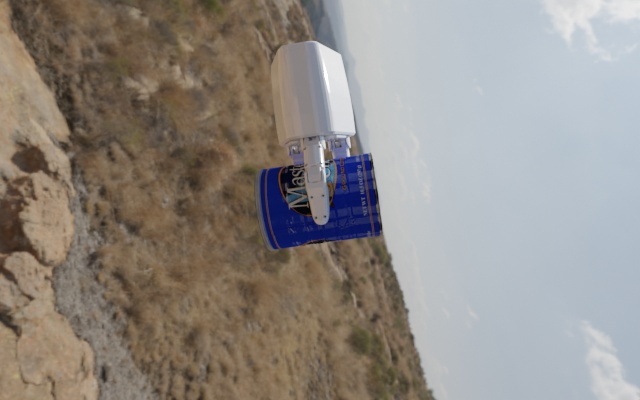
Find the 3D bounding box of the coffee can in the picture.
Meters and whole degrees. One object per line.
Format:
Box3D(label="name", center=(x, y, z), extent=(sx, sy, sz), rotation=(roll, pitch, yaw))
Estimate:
Box3D(label="coffee can", center=(0.000, 0.002, 0.587), extent=(0.140, 0.103, 0.103), rotation=(-8, -1, 6))
